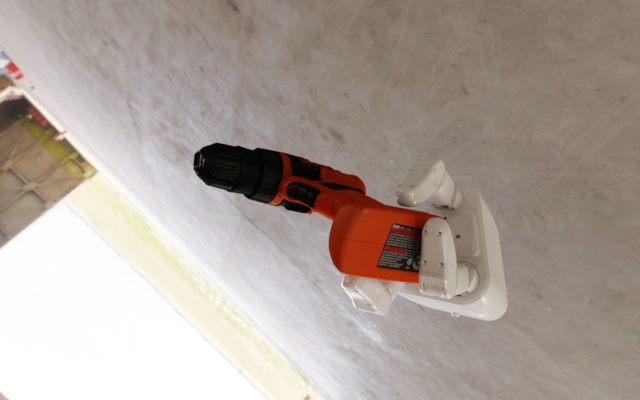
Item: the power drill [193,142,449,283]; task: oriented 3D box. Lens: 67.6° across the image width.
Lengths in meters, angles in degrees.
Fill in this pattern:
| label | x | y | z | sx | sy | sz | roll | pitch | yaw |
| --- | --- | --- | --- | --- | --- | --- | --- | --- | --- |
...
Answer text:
| label | x | y | z | sx | sy | sz | roll | pitch | yaw |
| --- | --- | --- | --- | --- | --- | --- | --- | --- | --- |
| power drill | 0.000 | 0.002 | 0.410 | 0.184 | 0.057 | 0.187 | 10 | 15 | -34 |
